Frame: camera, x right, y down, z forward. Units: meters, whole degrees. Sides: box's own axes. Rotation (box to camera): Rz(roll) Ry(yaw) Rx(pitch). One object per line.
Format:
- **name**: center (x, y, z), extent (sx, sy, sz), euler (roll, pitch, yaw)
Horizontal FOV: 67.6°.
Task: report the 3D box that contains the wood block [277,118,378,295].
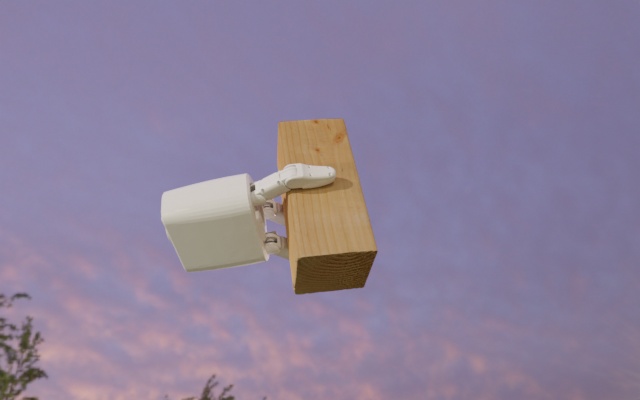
- **wood block**: center (0.000, 0.002, 0.602), extent (0.090, 0.206, 0.091), euler (-4, -36, -9)
